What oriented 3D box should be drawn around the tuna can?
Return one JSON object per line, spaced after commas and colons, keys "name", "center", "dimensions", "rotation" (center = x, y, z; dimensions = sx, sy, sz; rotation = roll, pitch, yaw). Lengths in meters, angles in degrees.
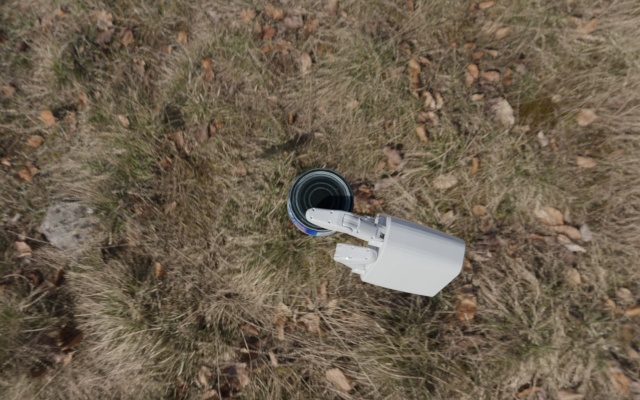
{"name": "tuna can", "center": [0.000, 0.002, 0.618], "dimensions": [0.086, 0.086, 0.034], "rotation": [0, -13, -5]}
